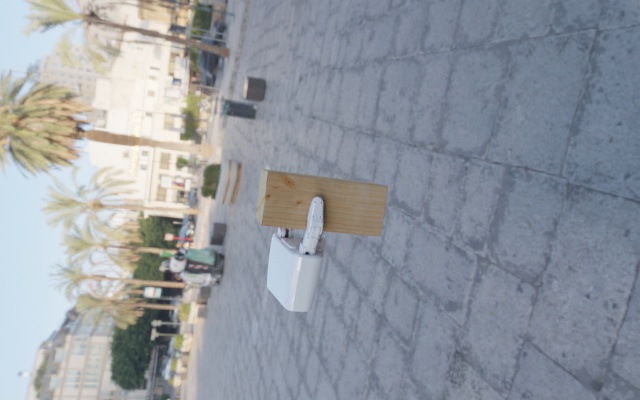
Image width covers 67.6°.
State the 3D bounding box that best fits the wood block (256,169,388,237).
[{"bbox_3d":[0.000,0.003,0.824,0.206,0.090,0.091,6,6,-15],"label":"wood block"}]
